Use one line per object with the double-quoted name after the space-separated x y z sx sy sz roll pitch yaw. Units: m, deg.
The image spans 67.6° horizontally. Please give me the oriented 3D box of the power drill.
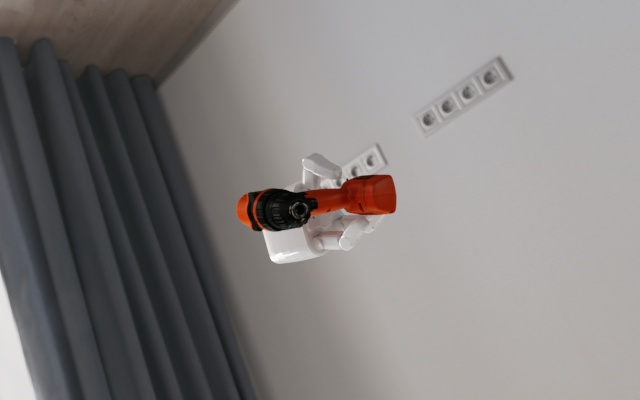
0.000 0.002 0.610 0.187 0.057 0.184 -6 4 -25 "power drill"
